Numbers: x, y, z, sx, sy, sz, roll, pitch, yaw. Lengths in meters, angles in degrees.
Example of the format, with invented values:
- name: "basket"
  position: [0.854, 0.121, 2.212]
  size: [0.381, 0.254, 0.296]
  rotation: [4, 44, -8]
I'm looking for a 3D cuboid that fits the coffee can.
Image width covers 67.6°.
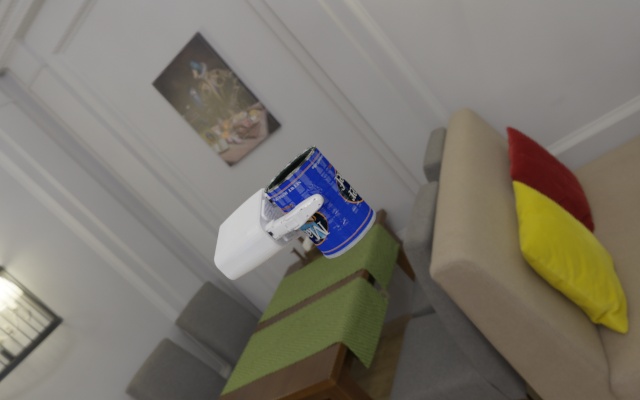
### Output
- name: "coffee can"
  position: [0.000, 0.002, 0.717]
  size: [0.103, 0.140, 0.102]
  rotation: [-40, 13, 12]
